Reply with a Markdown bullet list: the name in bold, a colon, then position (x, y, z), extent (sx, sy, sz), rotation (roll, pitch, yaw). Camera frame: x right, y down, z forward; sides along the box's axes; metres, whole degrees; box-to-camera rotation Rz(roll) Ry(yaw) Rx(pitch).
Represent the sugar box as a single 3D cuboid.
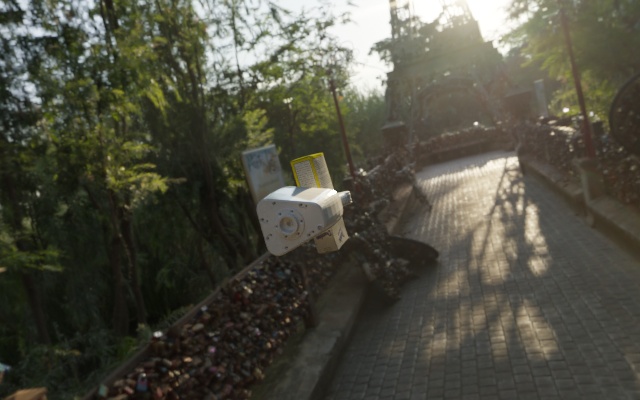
- **sugar box**: position (0.000, 0.003, 0.881), extent (0.048, 0.176, 0.093), rotation (-12, 6, 17)
